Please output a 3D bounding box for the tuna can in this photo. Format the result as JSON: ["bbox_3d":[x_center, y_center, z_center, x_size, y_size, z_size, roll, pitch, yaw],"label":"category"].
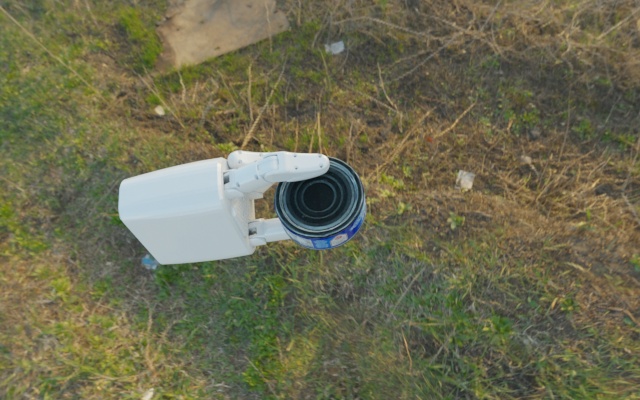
[{"bbox_3d":[0.000,0.001,0.452,0.086,0.086,0.034,0,-24,8],"label":"tuna can"}]
